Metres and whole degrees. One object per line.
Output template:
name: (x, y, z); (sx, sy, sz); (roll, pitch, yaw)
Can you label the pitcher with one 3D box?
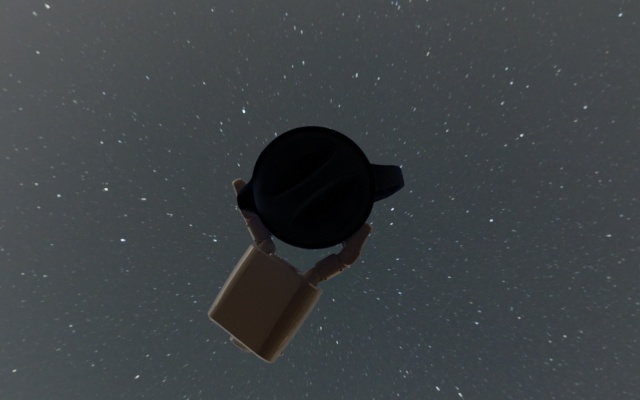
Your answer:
pitcher: (0.000, 0.002, 0.617); (0.149, 0.145, 0.243); (33, -8, 4)
